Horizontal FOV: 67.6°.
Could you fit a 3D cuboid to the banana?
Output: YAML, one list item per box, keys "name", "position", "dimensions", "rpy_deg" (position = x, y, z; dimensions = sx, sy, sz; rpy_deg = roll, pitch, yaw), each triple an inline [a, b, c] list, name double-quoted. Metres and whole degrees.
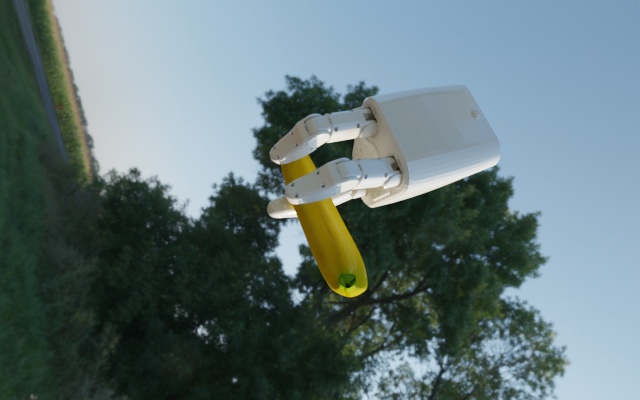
- name: "banana"
  position: [0.002, 0.017, 0.429]
  dimensions: [0.037, 0.070, 0.197]
  rpy_deg: [-16, 44, -11]
